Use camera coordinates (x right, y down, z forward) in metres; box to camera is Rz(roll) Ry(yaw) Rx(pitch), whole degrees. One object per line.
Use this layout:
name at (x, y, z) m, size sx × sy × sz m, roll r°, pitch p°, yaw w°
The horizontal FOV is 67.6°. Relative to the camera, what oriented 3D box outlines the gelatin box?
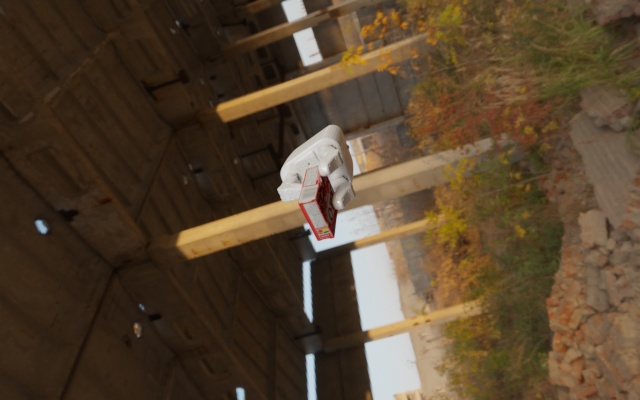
gelatin box at (0.000, 0.003, 0.692) m, size 0.030 × 0.073 × 0.089 m, roll -13°, pitch 34°, yaw 18°
